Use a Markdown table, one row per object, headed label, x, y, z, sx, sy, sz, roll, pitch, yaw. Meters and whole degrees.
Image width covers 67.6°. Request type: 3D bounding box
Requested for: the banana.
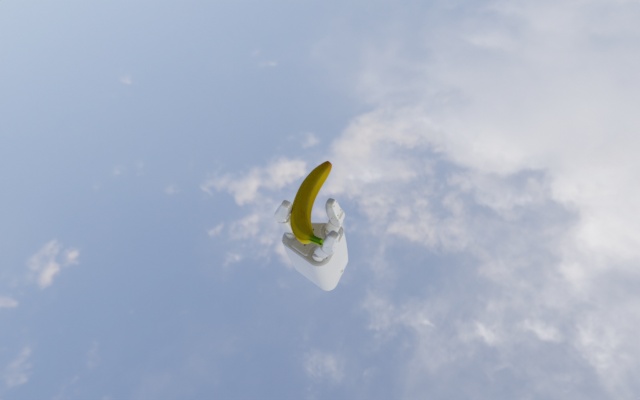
| label | x | y | z | sx | sy | sz | roll | pitch | yaw |
| --- | --- | --- | --- | --- | --- | --- | --- | --- | --- |
| banana | -0.018 | 0.007 | 0.864 | 0.069 | 0.197 | 0.037 | -4 | -40 | 12 |
